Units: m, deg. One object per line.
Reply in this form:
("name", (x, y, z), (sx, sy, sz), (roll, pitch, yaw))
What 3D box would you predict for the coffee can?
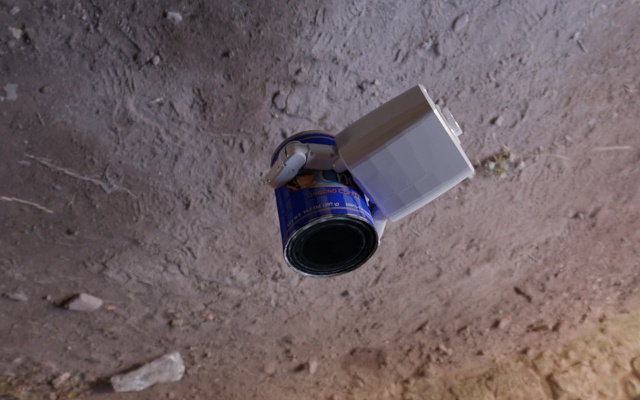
("coffee can", (0.000, 0.002, 0.547), (0.103, 0.140, 0.103), (-7, -44, -7))
